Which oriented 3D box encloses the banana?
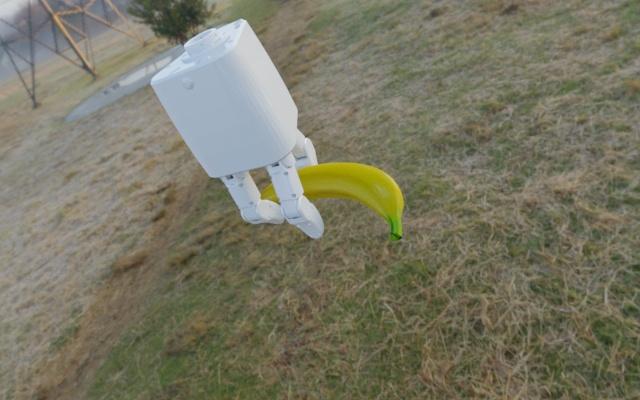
[{"bbox_3d":[0.013,-0.011,0.501,0.198,0.037,0.069,12,53,44],"label":"banana"}]
